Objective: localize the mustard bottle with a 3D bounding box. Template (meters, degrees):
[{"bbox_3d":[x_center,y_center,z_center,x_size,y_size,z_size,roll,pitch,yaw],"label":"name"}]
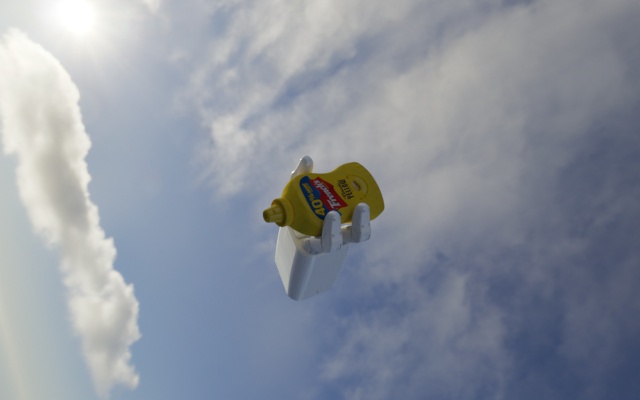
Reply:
[{"bbox_3d":[0.000,0.002,0.703,0.191,0.096,0.058,-15,-21,-36],"label":"mustard bottle"}]
